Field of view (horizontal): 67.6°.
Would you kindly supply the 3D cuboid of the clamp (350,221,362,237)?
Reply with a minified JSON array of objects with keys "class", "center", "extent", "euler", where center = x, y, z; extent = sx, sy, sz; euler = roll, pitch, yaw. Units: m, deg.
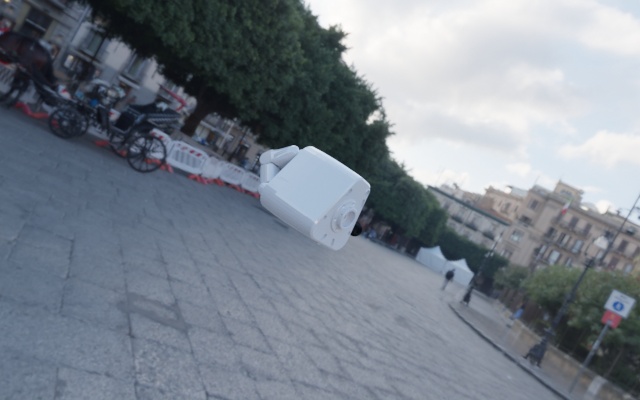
[{"class":"clamp","center":[0.000,0.002,0.781],"extent":[0.120,0.039,0.171],"euler":[36,5,36]}]
